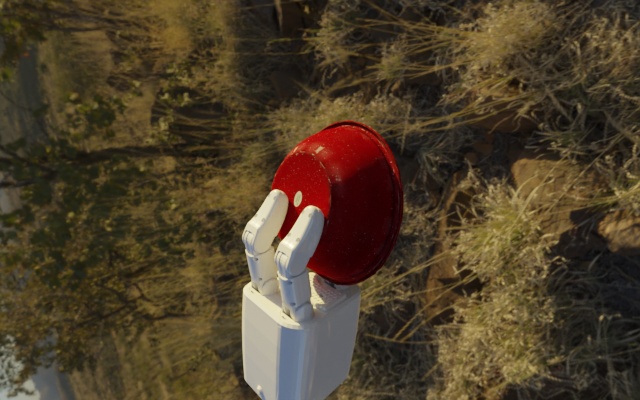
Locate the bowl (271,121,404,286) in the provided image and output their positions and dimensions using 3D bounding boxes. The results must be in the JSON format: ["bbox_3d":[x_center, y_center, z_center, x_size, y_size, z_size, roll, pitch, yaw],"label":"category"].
[{"bbox_3d":[0.000,0.000,0.454,0.055,0.162,0.162,2,-2,-40],"label":"bowl"}]
